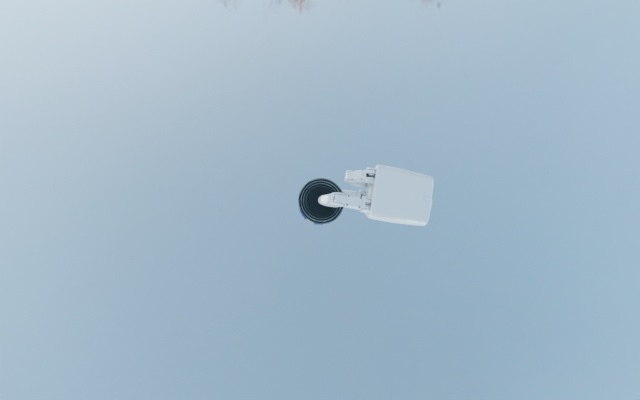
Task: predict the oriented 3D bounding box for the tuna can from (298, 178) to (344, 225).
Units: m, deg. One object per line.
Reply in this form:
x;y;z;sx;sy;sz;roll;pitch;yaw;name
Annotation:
0.000;0.003;0.897;0.086;0.086;0.034;0;-7;-6;tuna can
